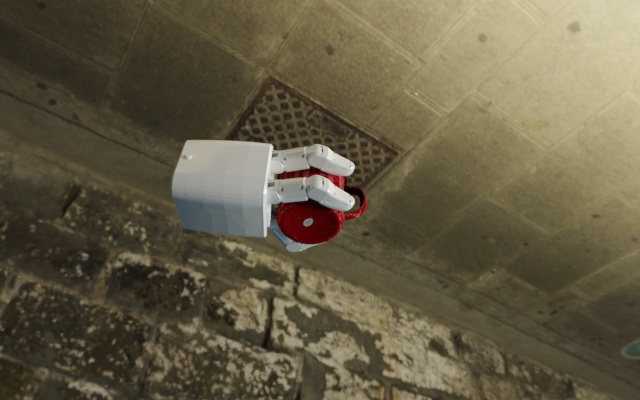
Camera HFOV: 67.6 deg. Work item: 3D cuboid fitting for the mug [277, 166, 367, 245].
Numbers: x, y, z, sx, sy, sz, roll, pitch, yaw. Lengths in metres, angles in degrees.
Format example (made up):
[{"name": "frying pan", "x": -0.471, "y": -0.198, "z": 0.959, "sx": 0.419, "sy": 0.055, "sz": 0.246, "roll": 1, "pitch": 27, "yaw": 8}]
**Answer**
[{"name": "mug", "x": 0.002, "y": 0.002, "z": 0.605, "sx": 0.117, "sy": 0.093, "sz": 0.081, "roll": 4, "pitch": 44, "yaw": -2}]
